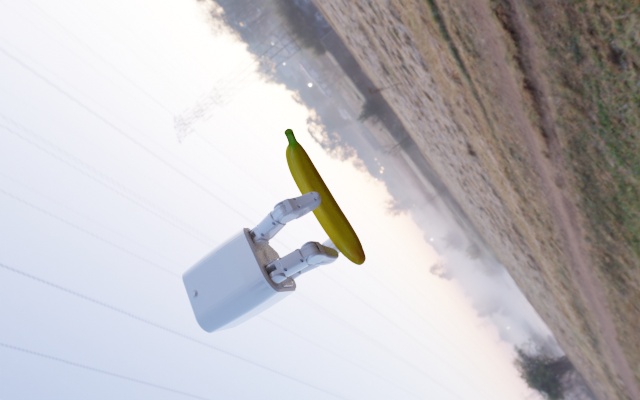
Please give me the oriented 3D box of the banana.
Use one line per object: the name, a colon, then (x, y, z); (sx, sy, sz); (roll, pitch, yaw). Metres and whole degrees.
banana: (0.000, 0.001, 0.632); (0.037, 0.198, 0.069); (-32, -7, 2)
